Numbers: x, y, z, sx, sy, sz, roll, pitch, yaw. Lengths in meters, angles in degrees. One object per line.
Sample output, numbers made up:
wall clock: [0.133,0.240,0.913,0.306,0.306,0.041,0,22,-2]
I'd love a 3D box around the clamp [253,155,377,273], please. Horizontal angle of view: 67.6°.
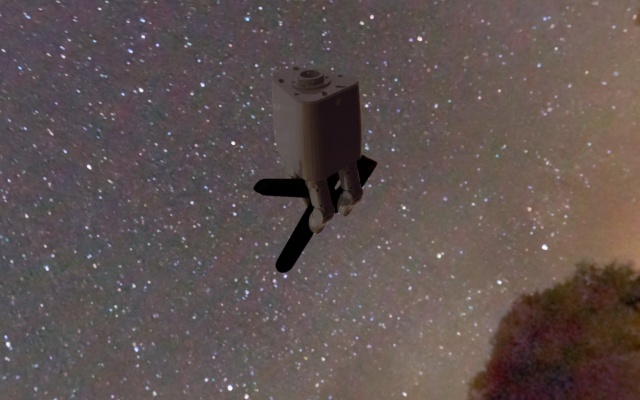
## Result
clamp: [0.000,0.001,0.682,0.210,0.165,0.036,-31,47,-32]
